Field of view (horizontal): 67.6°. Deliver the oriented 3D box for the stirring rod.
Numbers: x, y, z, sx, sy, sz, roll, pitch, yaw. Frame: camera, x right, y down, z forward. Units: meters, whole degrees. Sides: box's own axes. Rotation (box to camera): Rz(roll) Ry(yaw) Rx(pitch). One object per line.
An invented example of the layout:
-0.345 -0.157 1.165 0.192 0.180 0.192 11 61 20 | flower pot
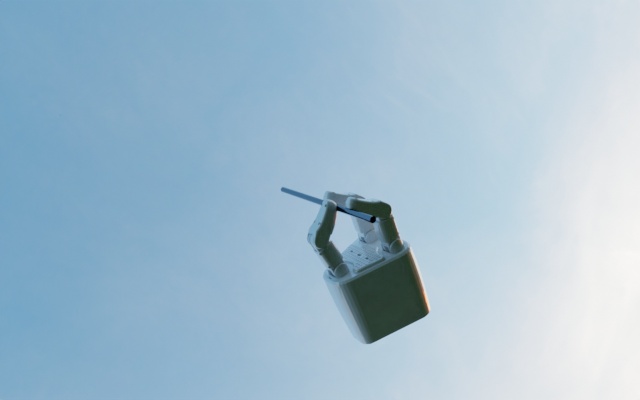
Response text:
0.000 0.002 0.620 0.011 0.011 0.239 0 9 -29 | stirring rod
